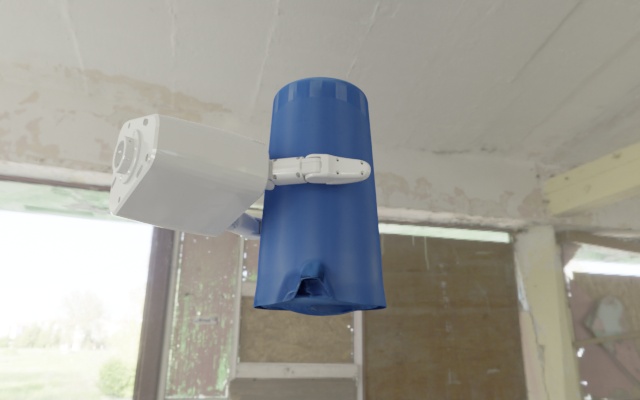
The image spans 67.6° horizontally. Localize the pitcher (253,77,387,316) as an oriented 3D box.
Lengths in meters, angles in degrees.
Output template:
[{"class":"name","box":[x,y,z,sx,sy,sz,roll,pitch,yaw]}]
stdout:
[{"class":"pitcher","box":[0.000,0.002,0.521,0.145,0.242,0.149,13,-20,-36]}]
